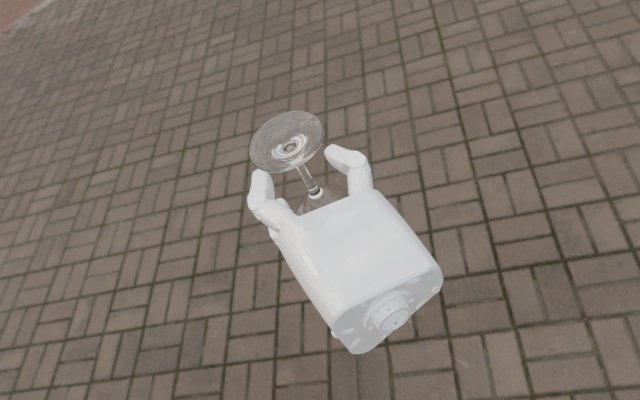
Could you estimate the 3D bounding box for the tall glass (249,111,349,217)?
[{"bbox_3d":[0.000,0.001,0.513,0.079,0.079,0.201,0,-35,23],"label":"tall glass"}]
